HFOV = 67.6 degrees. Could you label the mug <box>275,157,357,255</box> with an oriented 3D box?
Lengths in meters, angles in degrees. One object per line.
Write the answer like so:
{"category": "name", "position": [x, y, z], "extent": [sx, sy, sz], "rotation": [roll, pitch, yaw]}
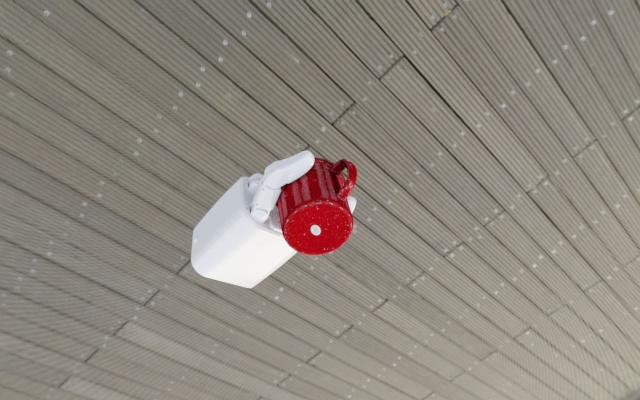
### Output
{"category": "mug", "position": [0.001, 0.001, 0.554], "extent": [0.093, 0.117, 0.081], "rotation": [34, 24, -30]}
